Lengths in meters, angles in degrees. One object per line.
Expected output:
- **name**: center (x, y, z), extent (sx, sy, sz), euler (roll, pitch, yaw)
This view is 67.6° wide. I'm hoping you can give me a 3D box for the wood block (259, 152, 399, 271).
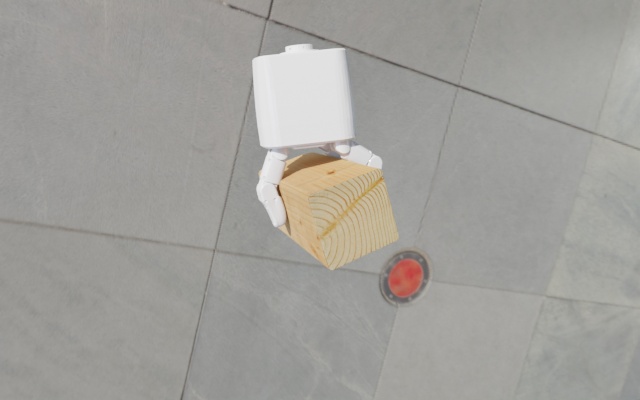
- **wood block**: center (0.000, 0.002, 0.604), extent (0.091, 0.090, 0.206), euler (-22, 17, -16)
